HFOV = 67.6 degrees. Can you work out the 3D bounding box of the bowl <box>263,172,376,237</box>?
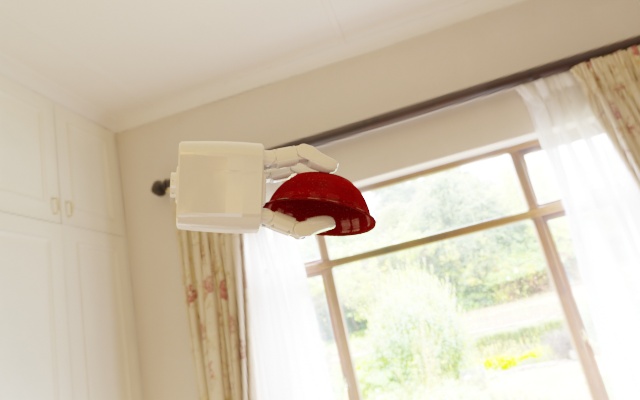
[{"bbox_3d":[0.001,0.002,0.674,0.162,0.055,0.162,7,-20,3],"label":"bowl"}]
